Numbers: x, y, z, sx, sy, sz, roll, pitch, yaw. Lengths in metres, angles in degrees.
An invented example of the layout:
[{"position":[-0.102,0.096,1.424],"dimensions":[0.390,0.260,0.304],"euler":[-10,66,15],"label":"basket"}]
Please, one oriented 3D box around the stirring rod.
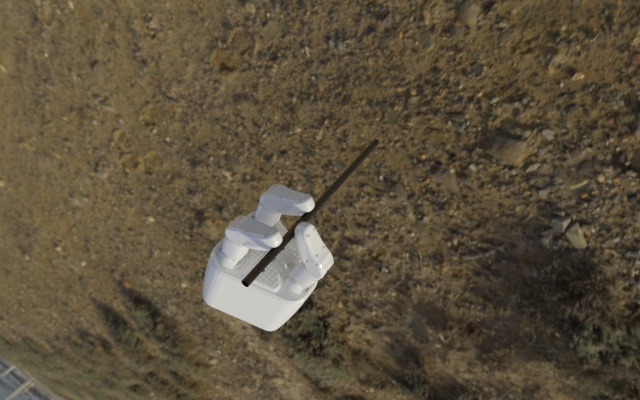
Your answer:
[{"position":[0.000,0.002,0.481],"dimensions":[0.011,0.011,0.239],"euler":[0,35,42],"label":"stirring rod"}]
